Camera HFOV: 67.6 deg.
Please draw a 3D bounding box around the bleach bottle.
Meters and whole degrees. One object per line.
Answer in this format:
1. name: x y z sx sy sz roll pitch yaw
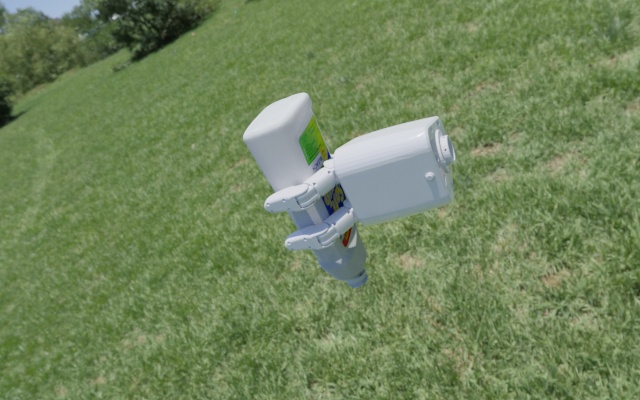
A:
1. bleach bottle: 0.000 0.002 0.592 0.068 0.251 0.102 -14 29 27
